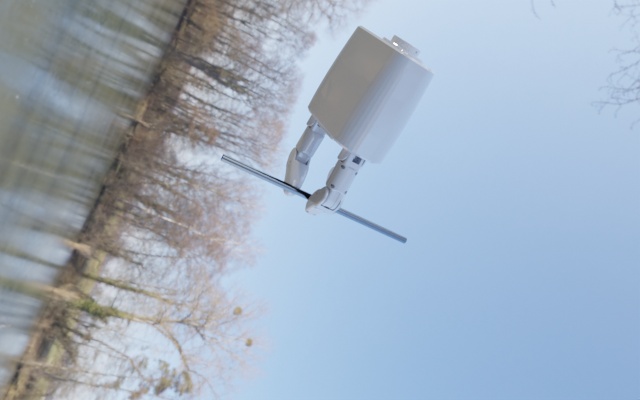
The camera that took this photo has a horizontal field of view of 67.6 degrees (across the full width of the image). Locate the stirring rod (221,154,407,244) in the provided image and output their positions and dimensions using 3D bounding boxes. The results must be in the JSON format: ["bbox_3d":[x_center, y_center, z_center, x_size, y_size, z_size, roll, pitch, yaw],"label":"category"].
[{"bbox_3d":[0.000,0.002,0.540,0.239,0.011,0.011,25,-9,-20],"label":"stirring rod"}]
